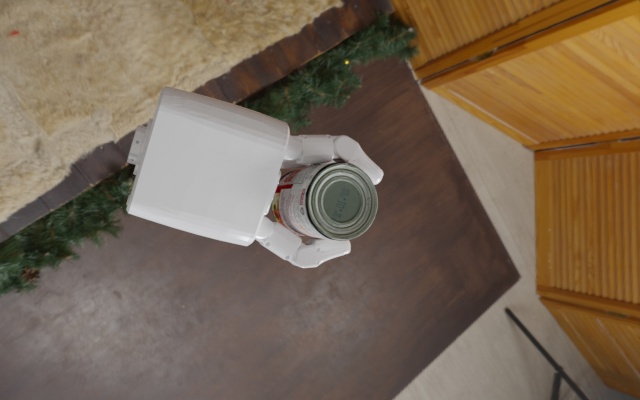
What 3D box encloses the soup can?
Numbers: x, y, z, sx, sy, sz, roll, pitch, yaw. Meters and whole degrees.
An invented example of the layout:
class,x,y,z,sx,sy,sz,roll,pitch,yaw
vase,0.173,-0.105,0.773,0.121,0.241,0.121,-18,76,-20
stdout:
class,x,y,z,sx,sy,sz,roll,pitch,yaw
soup can,0.001,0.002,0.442,0.068,0.068,0.102,0,-1,-22
